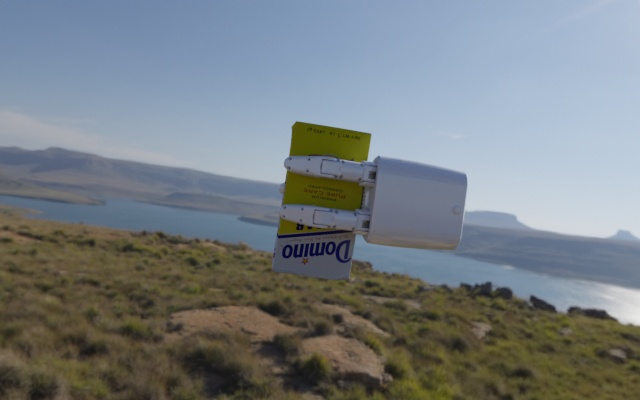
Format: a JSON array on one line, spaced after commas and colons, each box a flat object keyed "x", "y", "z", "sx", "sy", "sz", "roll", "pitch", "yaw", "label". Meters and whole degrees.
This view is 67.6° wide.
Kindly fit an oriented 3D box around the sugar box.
[{"x": 0.000, "y": 0.002, "z": 0.566, "sx": 0.093, "sy": 0.176, "sz": 0.048, "roll": 8, "pitch": 0, "yaw": -7, "label": "sugar box"}]
